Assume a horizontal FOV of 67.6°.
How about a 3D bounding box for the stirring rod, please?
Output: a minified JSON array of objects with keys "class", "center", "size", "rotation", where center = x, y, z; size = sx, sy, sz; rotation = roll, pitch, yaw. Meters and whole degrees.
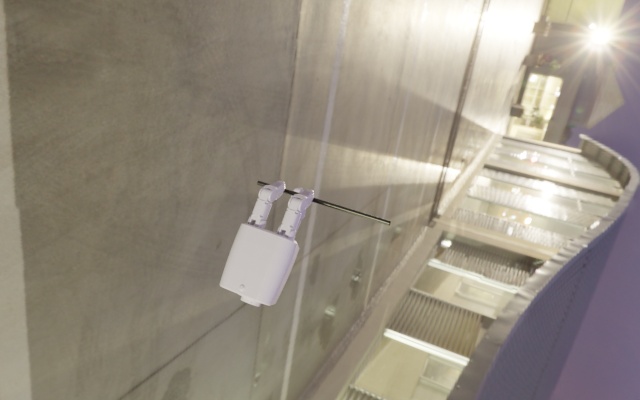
[{"class":"stirring rod","center":[0.000,0.003,0.784],"size":[0.239,0.011,0.011],"rotation":[17,6,20]}]
